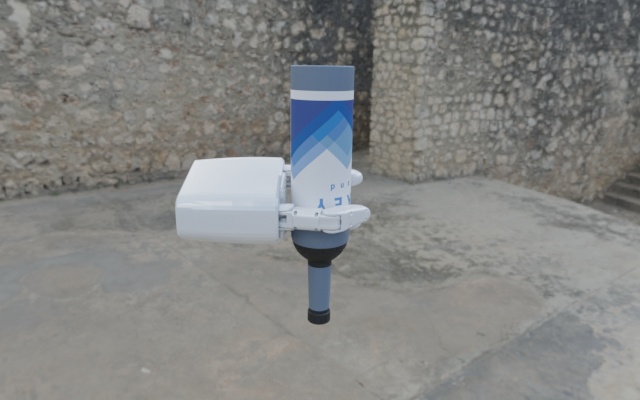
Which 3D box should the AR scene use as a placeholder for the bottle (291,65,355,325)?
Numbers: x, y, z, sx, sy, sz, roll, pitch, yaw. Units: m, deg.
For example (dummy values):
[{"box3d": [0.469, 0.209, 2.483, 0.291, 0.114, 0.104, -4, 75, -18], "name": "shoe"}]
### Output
[{"box3d": [0.000, 0.002, 0.536, 0.069, 0.296, 0.069, 1, 16, 0], "name": "bottle"}]
